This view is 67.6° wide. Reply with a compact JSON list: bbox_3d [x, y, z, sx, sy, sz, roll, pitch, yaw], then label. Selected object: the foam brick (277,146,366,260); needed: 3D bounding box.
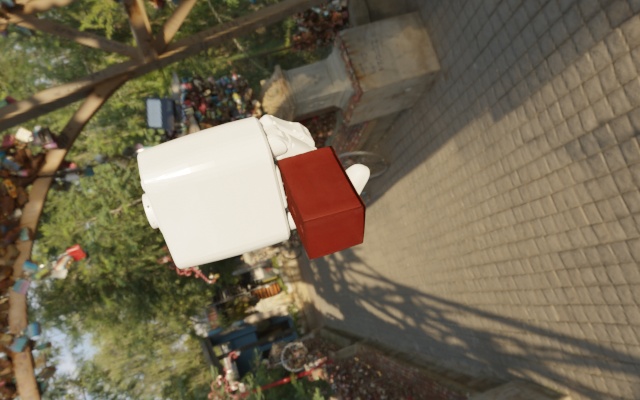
[{"bbox_3d":[0.000,0.001,0.410,0.051,0.078,0.053,-17,-41,-11],"label":"foam brick"}]
